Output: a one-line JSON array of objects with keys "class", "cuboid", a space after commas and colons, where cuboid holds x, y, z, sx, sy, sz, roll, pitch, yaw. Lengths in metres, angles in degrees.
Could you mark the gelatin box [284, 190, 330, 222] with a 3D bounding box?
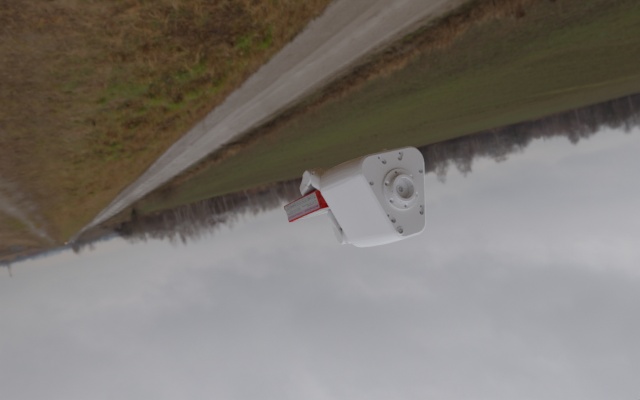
[{"class": "gelatin box", "cuboid": [0.000, 0.003, 0.710, 0.073, 0.030, 0.089, -14, -8, -39]}]
